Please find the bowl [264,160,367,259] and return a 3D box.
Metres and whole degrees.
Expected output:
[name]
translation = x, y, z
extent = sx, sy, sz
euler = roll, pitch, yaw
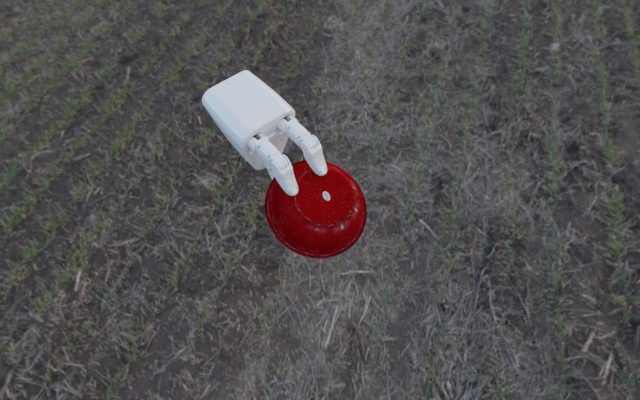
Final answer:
[bowl]
translation = 0.001, 0.003, 0.713
extent = 0.162, 0.162, 0.055
euler = 0, -20, -14
